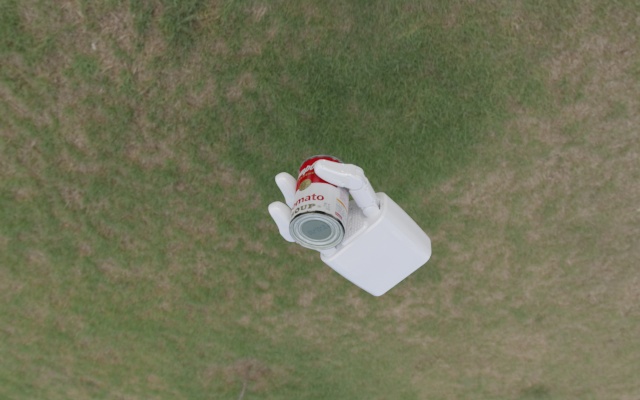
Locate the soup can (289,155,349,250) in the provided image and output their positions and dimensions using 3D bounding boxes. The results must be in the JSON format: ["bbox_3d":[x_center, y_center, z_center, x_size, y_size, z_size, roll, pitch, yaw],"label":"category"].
[{"bbox_3d":[0.000,0.002,0.589,0.068,0.069,0.102,4,45,4],"label":"soup can"}]
